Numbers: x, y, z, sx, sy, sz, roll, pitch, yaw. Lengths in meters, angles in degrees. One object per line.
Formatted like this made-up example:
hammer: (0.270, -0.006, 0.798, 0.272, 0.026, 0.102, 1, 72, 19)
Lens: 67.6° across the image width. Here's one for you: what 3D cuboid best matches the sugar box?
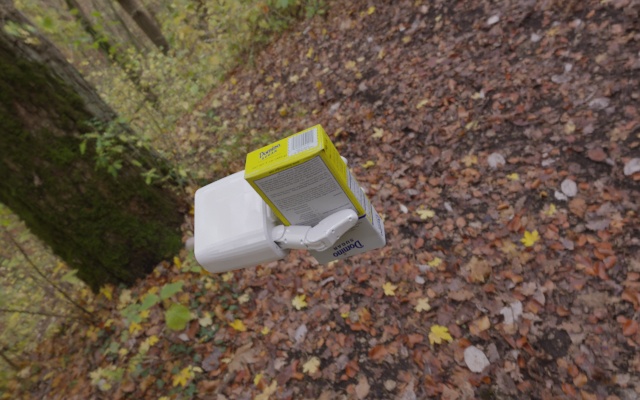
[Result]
sugar box: (0.000, 0.001, 0.549, 0.093, 0.048, 0.176, -19, -43, 19)
